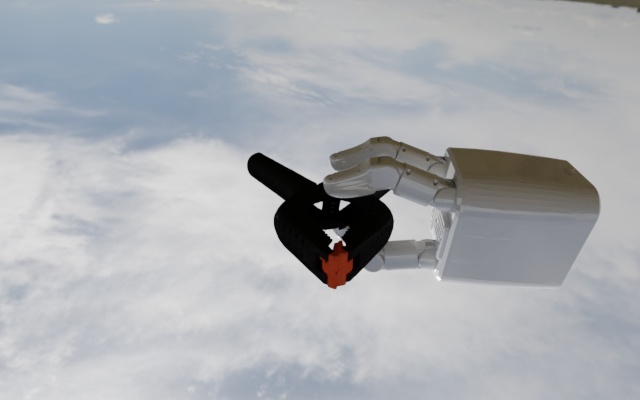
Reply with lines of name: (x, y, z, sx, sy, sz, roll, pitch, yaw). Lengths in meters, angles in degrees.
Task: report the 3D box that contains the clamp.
clamp: (0.000, 0.002, 0.411, 0.164, 0.036, 0.210, 3, 26, 5)
